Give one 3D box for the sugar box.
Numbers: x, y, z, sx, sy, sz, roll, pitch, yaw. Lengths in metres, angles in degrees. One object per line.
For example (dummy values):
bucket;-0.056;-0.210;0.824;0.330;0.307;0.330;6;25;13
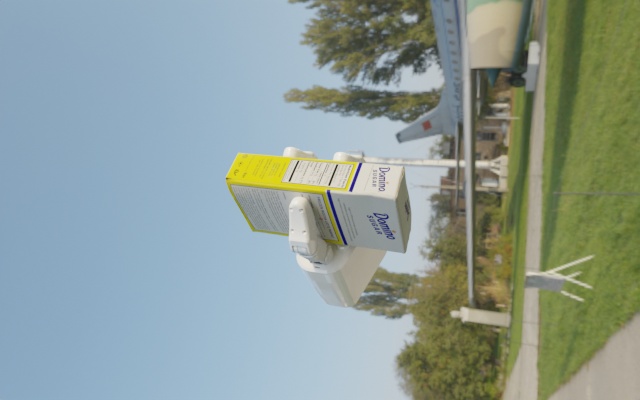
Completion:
sugar box;0.000;0.001;0.484;0.176;0.048;0.093;5;-36;19
